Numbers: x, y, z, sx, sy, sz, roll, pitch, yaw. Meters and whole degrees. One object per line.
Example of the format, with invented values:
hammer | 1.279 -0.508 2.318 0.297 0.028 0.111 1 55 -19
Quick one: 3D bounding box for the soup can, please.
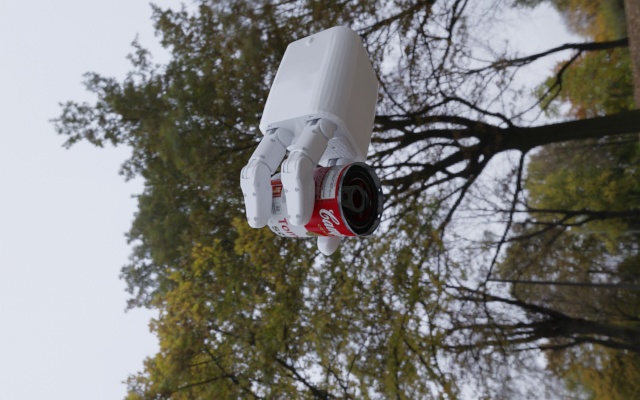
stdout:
soup can | 0.000 0.002 0.462 0.102 0.068 0.068 -4 -3 40
